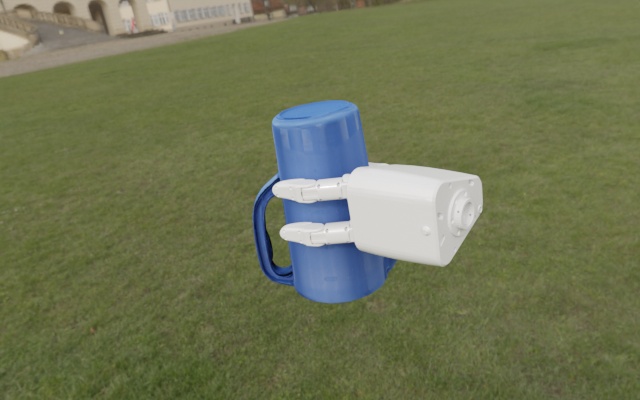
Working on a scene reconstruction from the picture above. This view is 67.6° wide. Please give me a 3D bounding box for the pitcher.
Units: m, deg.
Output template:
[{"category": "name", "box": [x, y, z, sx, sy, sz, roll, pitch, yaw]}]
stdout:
[{"category": "pitcher", "box": [0.000, 0.002, 0.622, 0.145, 0.243, 0.149, 11, 29, 43]}]
